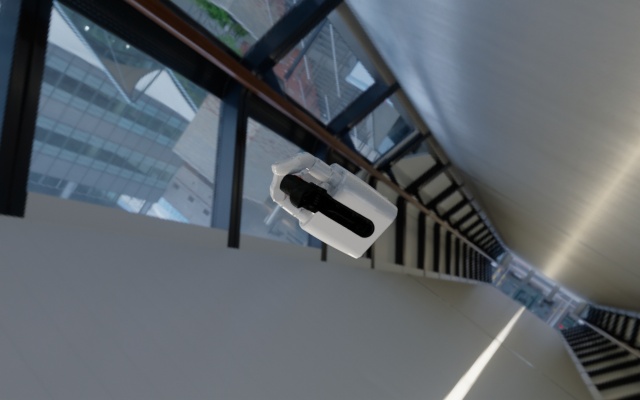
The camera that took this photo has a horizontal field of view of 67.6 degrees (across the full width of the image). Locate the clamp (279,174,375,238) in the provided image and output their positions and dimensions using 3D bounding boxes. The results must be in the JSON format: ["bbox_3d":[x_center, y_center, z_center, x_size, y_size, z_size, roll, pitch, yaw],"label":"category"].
[{"bbox_3d":[0.000,0.003,0.636,0.120,0.039,0.171,32,5,-19],"label":"clamp"}]
